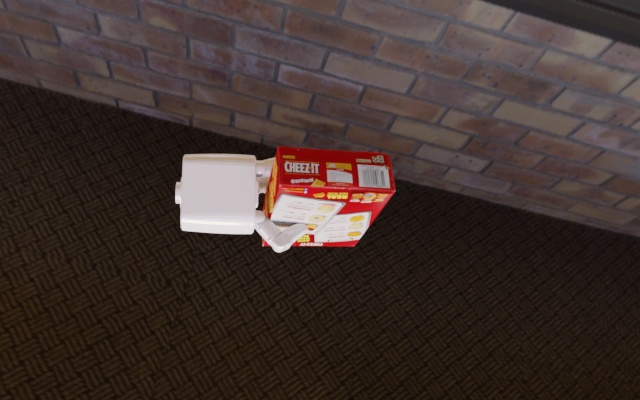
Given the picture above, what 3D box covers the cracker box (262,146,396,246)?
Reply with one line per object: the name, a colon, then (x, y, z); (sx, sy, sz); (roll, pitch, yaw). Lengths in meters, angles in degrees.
cracker box: (0.000, 0.003, 0.739); (0.164, 0.072, 0.214); (2, -26, -12)
